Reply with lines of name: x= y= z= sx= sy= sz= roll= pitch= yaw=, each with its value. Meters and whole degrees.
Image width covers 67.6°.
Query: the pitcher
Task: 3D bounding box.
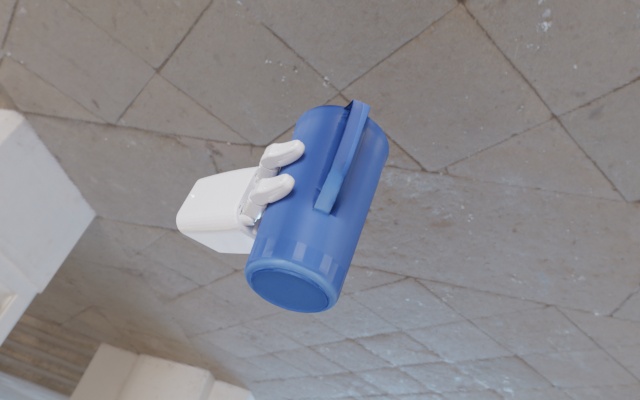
pitcher: x=0.000 y=0.002 z=0.578 sx=0.145 sy=0.242 sz=0.149 roll=-6 pitch=-43 yaw=30
